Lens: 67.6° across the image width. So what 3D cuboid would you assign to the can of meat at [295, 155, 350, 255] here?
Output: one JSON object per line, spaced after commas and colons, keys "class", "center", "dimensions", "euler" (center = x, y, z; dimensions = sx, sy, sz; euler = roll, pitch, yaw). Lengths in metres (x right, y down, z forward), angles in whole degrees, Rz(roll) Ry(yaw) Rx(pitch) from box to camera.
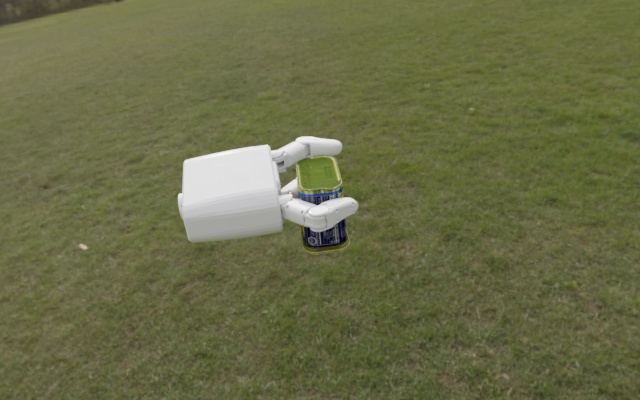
{"class": "can of meat", "center": [0.000, 0.002, 0.581], "dimensions": [0.057, 0.084, 0.102], "euler": [-7, 28, -2]}
